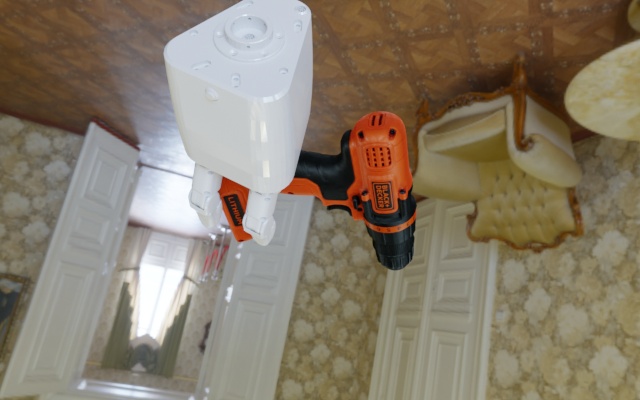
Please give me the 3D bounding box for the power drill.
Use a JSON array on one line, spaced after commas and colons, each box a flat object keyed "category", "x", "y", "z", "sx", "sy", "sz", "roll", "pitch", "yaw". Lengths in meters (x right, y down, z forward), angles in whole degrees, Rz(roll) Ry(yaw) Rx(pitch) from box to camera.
[{"category": "power drill", "x": 0.000, "y": 0.001, "z": 0.476, "sx": 0.187, "sy": 0.185, "sz": 0.057, "roll": -3, "pitch": 39, "yaw": 13}]
